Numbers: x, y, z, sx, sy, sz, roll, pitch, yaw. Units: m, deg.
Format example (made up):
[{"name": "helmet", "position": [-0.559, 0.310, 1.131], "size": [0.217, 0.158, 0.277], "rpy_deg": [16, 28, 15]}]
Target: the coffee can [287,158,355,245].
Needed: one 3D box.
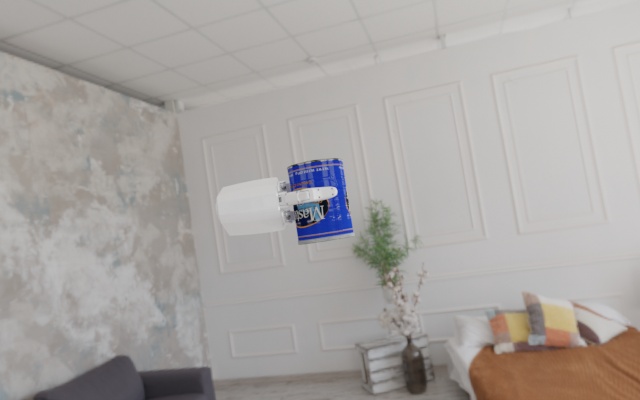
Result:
[{"name": "coffee can", "position": [0.000, 0.003, 0.860], "size": [0.103, 0.140, 0.103], "rpy_deg": [-9, -3, 0]}]
